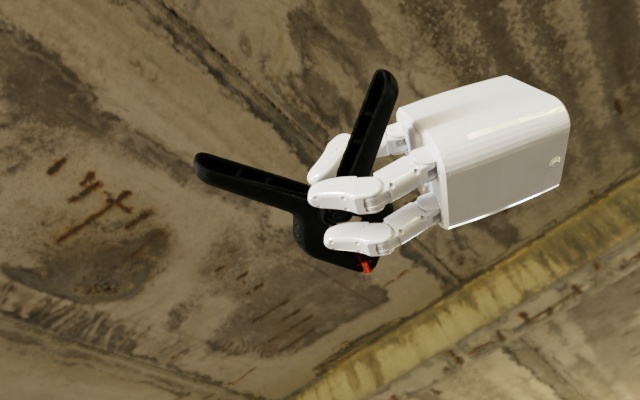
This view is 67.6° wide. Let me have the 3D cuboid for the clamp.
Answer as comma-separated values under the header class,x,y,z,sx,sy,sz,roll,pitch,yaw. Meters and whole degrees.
class,x,y,z,sx,sy,sz,roll,pitch,yaw
clamp,0.000,0.001,0.418,0.164,0.036,0.210,-18,-45,1
